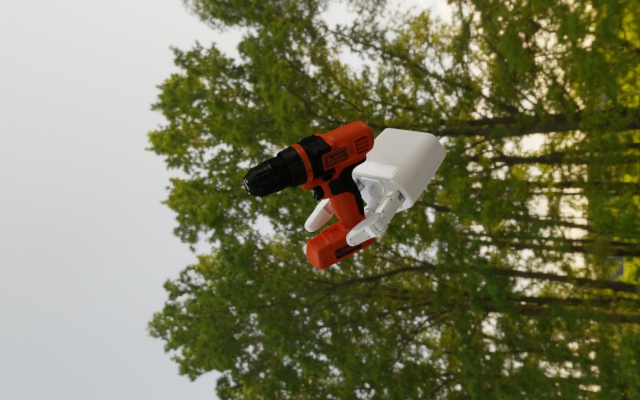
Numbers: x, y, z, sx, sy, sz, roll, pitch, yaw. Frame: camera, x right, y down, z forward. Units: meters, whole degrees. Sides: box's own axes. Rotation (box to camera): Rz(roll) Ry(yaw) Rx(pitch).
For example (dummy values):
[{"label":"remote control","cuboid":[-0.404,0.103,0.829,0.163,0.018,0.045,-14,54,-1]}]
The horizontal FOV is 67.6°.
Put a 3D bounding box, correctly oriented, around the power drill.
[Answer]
[{"label":"power drill","cuboid":[0.000,0.002,0.652,0.184,0.188,0.057,-24,37,-16]}]
